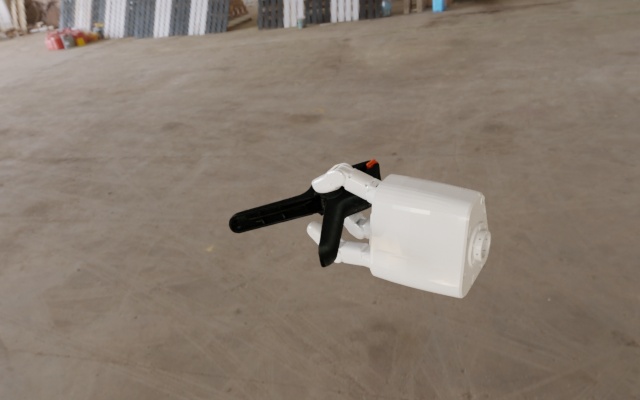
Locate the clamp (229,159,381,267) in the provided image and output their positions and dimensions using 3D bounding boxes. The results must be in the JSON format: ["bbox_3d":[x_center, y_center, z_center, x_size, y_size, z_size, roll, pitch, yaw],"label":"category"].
[{"bbox_3d":[0.000,0.001,0.597,0.164,0.036,0.210,11,35,35],"label":"clamp"}]
